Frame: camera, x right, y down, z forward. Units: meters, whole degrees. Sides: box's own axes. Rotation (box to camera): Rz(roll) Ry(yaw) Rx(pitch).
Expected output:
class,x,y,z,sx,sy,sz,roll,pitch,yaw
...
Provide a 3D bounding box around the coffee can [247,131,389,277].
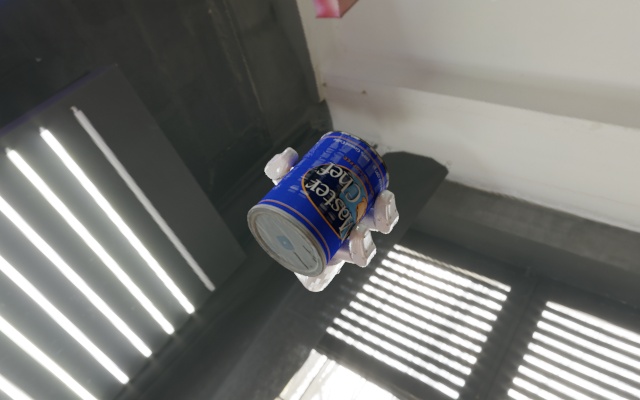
class,x,y,z,sx,sy,sz,roll,pitch,yaw
coffee can,0.000,0.002,0.548,0.103,0.103,0.140,0,40,48
